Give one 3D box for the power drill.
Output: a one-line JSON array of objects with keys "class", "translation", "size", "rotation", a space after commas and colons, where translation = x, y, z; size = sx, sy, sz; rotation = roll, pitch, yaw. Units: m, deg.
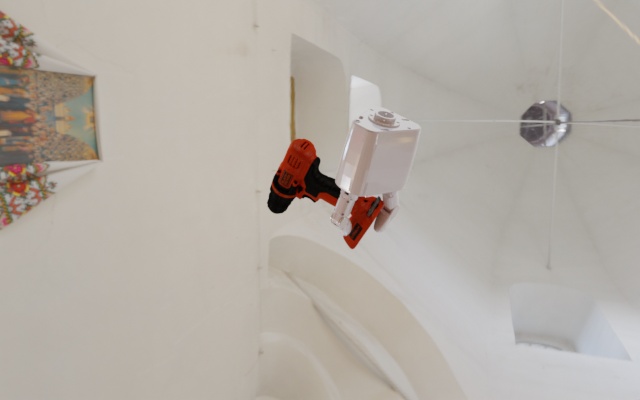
[{"class": "power drill", "translation": [0.001, 0.003, 0.822], "size": [0.187, 0.057, 0.184], "rotation": [33, -39, 3]}]
